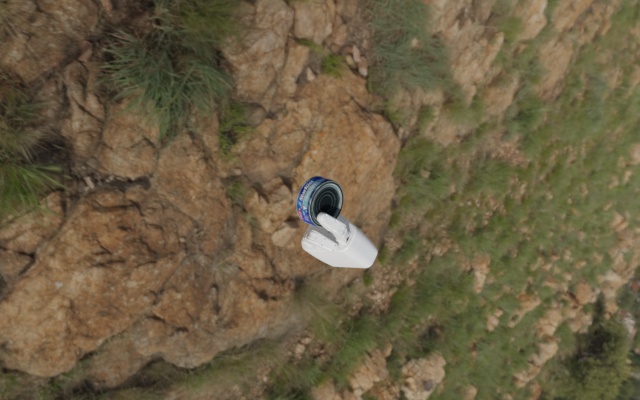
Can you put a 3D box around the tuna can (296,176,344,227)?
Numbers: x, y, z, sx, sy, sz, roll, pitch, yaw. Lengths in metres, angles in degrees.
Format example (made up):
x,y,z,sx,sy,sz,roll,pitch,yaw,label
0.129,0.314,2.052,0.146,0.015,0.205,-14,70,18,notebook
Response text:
x,y,z,sx,sy,sz,roll,pitch,yaw,label
0.000,0.003,0.825,0.086,0.086,0.033,0,15,-45,tuna can
